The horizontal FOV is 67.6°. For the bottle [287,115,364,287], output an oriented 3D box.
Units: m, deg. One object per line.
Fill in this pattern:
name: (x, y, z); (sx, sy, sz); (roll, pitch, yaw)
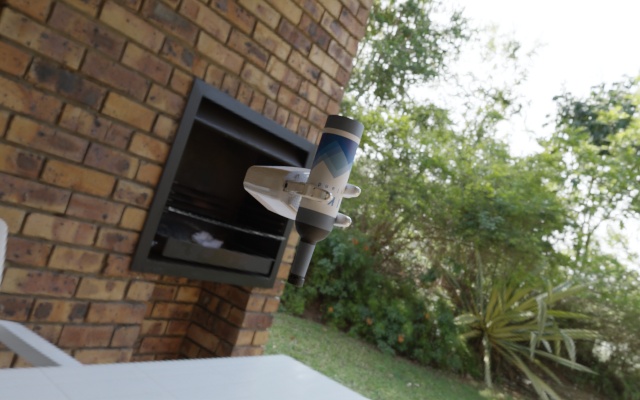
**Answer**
bottle: (0.000, 0.002, 0.821); (0.069, 0.295, 0.069); (17, -4, 1)
